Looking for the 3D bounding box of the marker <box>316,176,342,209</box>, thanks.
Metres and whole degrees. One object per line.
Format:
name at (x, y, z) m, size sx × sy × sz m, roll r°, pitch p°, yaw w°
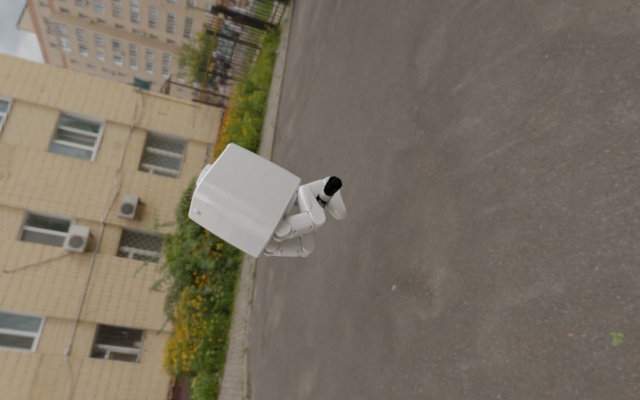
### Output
marker at (0.000, 0.002, 0.636) m, size 0.020 × 0.020 × 0.121 m, roll 0°, pitch -26°, yaw -21°
